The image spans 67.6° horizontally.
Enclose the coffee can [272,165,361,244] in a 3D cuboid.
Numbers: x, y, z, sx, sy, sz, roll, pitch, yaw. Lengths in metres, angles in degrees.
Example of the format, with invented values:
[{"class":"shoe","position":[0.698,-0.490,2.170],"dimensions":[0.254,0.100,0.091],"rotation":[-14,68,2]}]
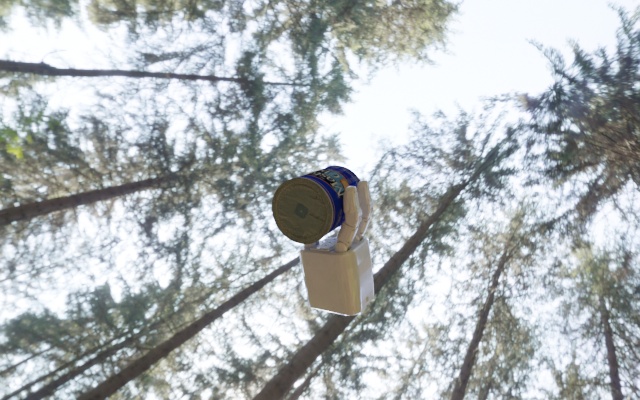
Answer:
[{"class":"coffee can","position":[0.000,0.002,0.776],"dimensions":[0.103,0.103,0.140],"rotation":[0,12,26]}]
